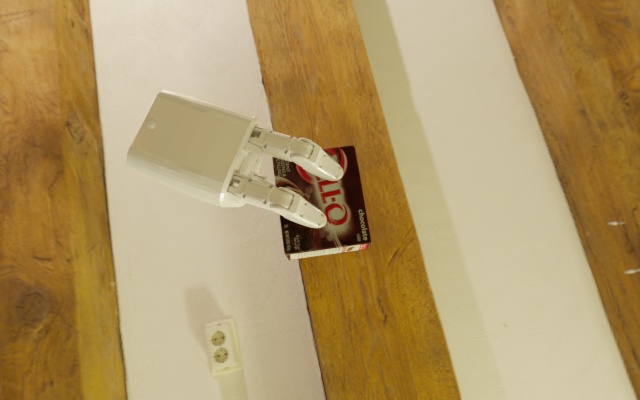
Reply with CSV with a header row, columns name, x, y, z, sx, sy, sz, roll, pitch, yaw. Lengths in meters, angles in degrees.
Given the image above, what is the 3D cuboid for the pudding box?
name,x,y,z,sx,sy,sz,roll,pitch,yaw
pudding box,0.000,0.002,0.508,0.090,0.113,0.039,-8,-15,-3
